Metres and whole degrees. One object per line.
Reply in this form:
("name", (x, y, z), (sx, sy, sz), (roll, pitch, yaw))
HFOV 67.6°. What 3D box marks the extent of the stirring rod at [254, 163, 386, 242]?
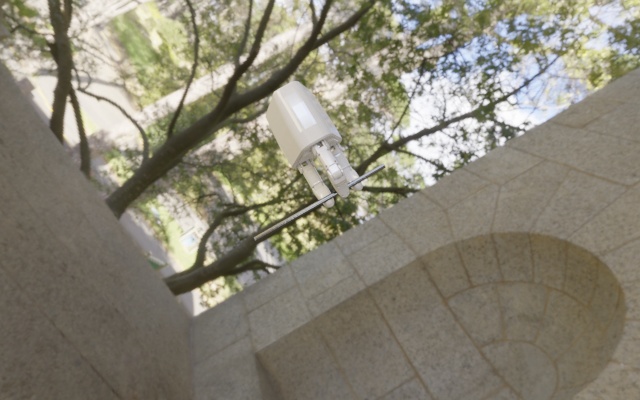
("stirring rod", (0.000, 0.002, 0.768), (0.239, 0.011, 0.011), (-30, 2, -4))
